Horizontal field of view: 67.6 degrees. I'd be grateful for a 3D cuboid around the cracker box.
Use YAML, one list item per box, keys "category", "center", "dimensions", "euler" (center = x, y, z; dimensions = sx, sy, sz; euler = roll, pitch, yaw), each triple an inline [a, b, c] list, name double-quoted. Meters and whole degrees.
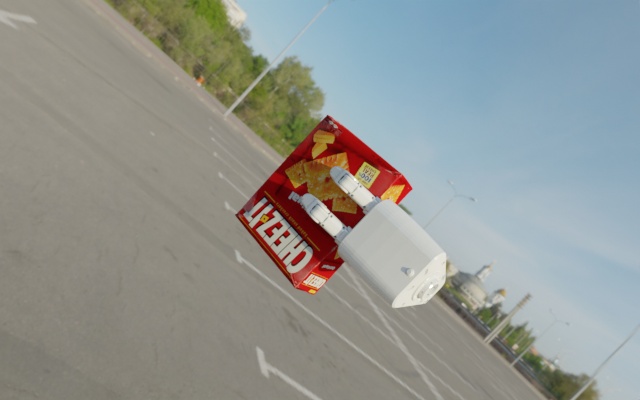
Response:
- category: "cracker box"
  center: [0.000, 0.002, 0.702]
  dimensions: [0.164, 0.214, 0.072]
  euler: [45, 4, 31]
